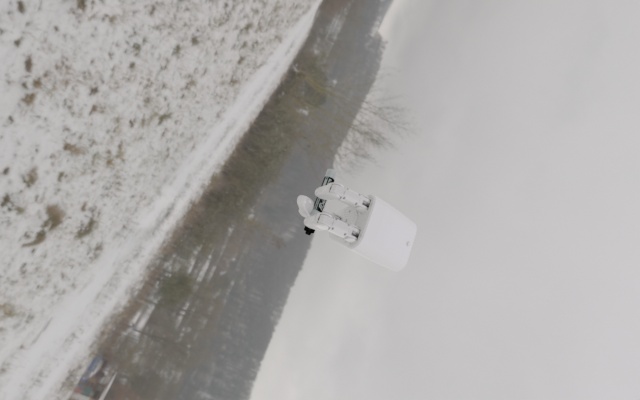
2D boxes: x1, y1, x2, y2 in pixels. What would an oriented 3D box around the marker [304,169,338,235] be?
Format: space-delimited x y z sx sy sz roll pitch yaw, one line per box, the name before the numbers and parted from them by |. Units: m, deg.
marker | 0.000 0.003 0.811 0.020 0.121 0.020 19 -18 6
